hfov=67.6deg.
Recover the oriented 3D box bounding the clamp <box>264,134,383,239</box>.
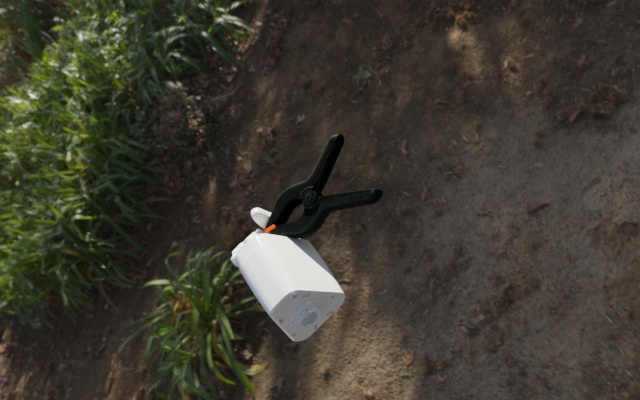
[{"bbox_3d":[0.000,0.002,0.646,0.039,0.171,0.120,31,15,-50],"label":"clamp"}]
